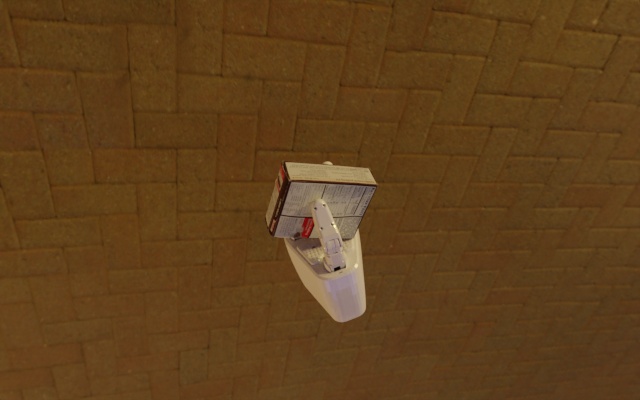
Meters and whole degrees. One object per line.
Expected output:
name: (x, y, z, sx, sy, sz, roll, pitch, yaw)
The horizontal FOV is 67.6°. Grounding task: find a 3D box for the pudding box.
pudding box: (0.000, 0.002, 0.562, 0.113, 0.090, 0.039, 2, 40, -24)
